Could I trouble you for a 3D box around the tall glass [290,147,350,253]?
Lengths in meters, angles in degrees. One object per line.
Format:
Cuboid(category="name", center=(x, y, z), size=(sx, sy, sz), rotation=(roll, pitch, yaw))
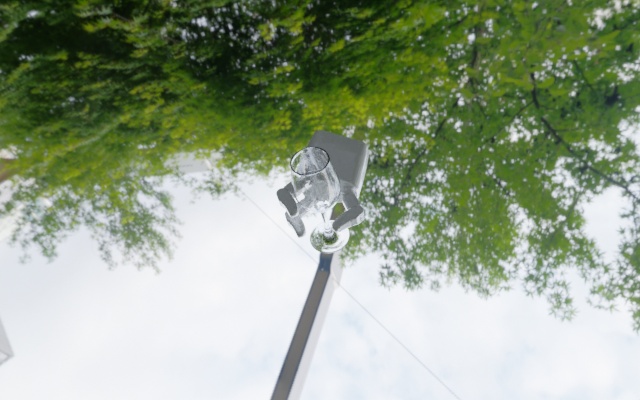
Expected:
Cuboid(category="tall glass", center=(0.000, 0.003, 0.804), size=(0.079, 0.079, 0.201), rotation=(0, -39, 13))
